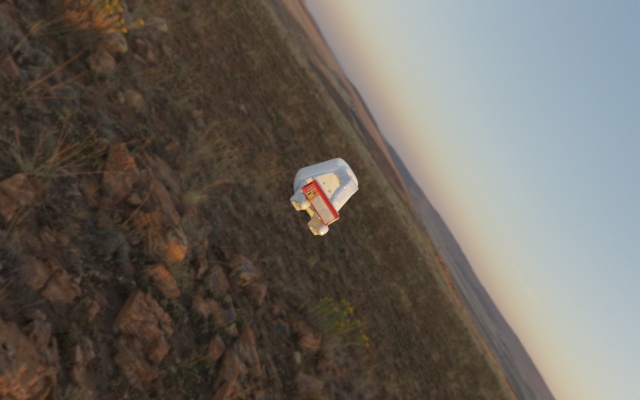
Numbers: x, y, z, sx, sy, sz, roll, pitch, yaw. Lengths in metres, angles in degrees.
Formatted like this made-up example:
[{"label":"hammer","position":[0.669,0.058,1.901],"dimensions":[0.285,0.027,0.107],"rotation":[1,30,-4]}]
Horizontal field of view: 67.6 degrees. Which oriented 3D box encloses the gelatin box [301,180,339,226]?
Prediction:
[{"label":"gelatin box","position":[0.001,0.002,0.798],"dimensions":[0.030,0.073,0.089],"rotation":[-33,1,2]}]
